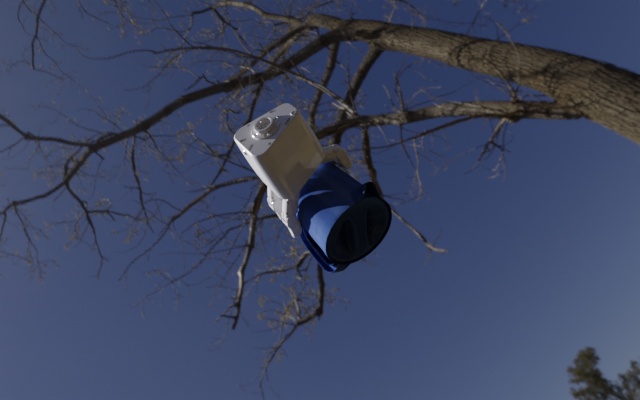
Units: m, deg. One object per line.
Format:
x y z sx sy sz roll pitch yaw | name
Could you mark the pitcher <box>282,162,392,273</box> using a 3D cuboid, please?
0.000 0.003 0.859 0.242 0.149 0.145 44 -8 42 | pitcher
